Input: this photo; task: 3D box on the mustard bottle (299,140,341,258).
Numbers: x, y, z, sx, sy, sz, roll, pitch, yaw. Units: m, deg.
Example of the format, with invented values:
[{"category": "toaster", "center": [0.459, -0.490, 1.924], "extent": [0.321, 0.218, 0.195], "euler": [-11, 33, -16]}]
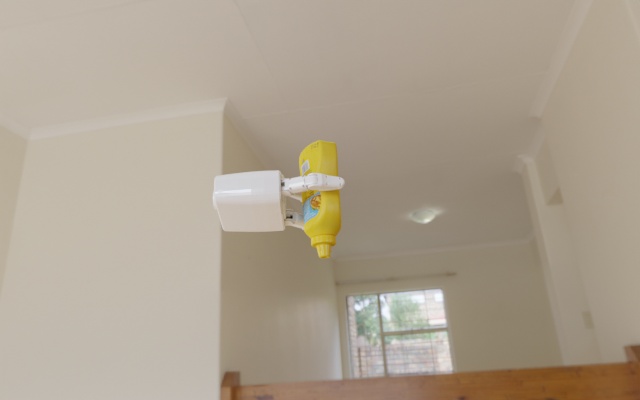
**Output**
[{"category": "mustard bottle", "center": [0.000, 0.002, 0.807], "extent": [0.058, 0.191, 0.096], "euler": [6, -22, -24]}]
